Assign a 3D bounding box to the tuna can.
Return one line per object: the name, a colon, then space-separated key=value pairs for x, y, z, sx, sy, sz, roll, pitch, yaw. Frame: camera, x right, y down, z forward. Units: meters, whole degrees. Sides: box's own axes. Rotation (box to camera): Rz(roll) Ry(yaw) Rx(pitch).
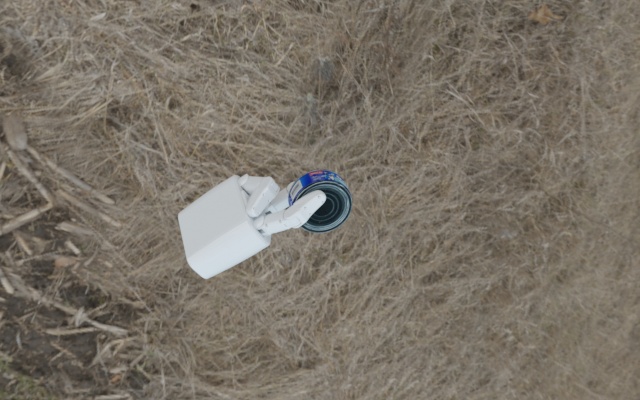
tuna can: x=0.000 y=0.002 z=0.658 sx=0.086 sy=0.086 sz=0.033 roll=0 pitch=31 yaw=-14
